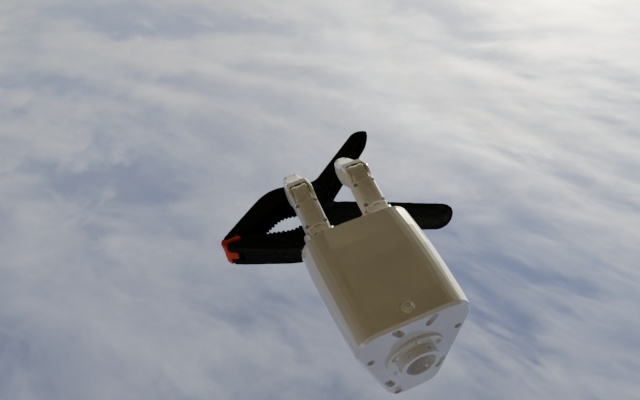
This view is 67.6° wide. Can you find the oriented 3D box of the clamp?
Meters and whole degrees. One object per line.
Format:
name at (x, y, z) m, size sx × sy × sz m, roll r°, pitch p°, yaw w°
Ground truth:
clamp at (0.000, 0.002, 0.481) m, size 0.210 × 0.036 × 0.164 m, roll -20°, pitch 43°, yaw -10°
